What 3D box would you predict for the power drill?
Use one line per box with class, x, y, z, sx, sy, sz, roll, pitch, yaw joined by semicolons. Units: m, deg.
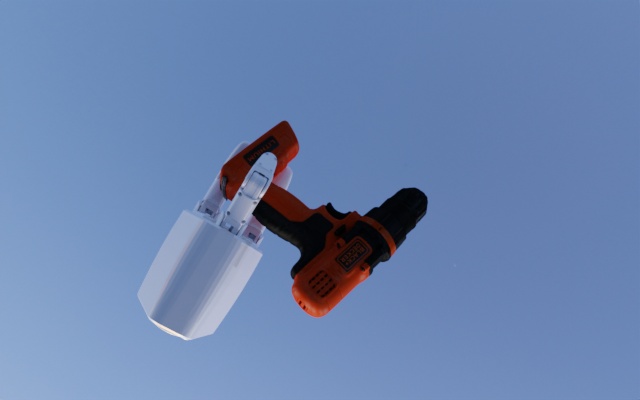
power drill;0.000;0.002;0.511;0.184;0.187;0.057;-40;-16;-24
